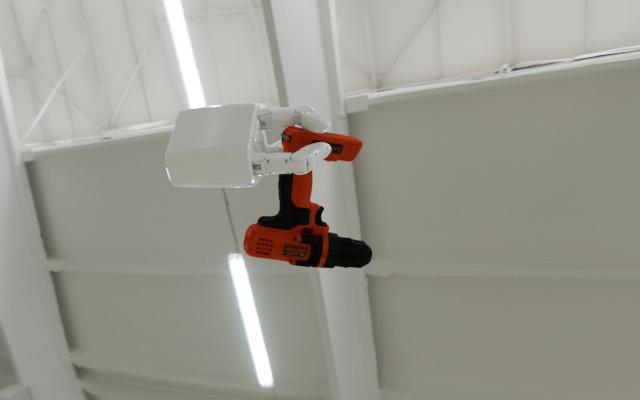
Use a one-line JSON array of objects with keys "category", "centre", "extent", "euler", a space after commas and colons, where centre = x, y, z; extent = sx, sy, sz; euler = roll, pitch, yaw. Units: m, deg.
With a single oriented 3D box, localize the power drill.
[{"category": "power drill", "centre": [0.000, 0.002, 0.649], "extent": [0.184, 0.188, 0.057], "euler": [8, 12, -18]}]
